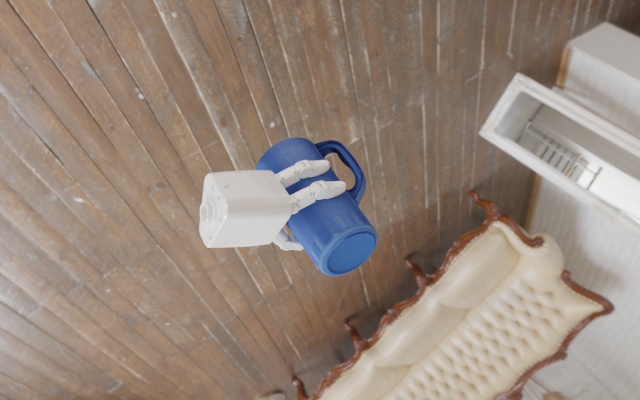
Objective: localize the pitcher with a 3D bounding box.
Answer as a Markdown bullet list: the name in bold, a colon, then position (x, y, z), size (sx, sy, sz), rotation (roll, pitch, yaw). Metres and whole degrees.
- **pitcher**: position (0.000, 0.003, 0.818), size (0.145, 0.149, 0.242), rotation (-1, 38, -36)
